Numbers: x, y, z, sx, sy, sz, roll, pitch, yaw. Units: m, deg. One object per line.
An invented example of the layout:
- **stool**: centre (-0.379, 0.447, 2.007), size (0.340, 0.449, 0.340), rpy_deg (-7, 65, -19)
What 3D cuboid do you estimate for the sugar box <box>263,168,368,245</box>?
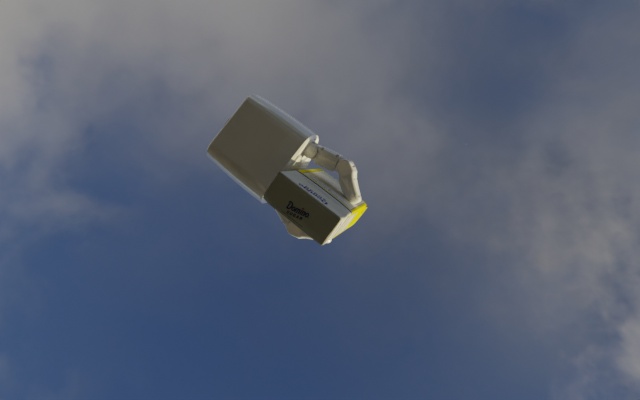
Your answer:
- **sugar box**: centre (0.000, 0.002, 0.619), size (0.093, 0.048, 0.176), rpy_deg (38, 15, 10)
